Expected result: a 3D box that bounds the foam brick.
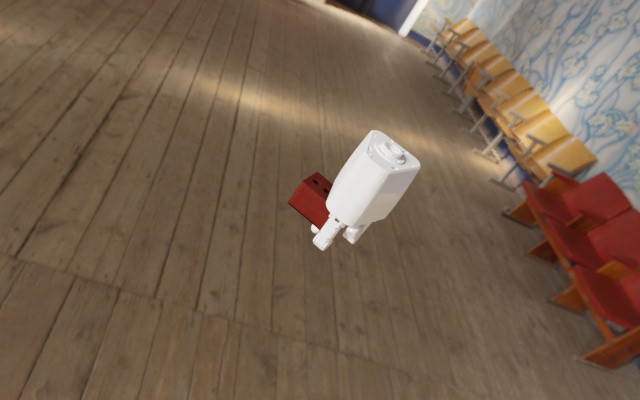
[{"bbox_3d":[0.000,0.002,0.750,0.078,0.051,0.053,40,34,10],"label":"foam brick"}]
